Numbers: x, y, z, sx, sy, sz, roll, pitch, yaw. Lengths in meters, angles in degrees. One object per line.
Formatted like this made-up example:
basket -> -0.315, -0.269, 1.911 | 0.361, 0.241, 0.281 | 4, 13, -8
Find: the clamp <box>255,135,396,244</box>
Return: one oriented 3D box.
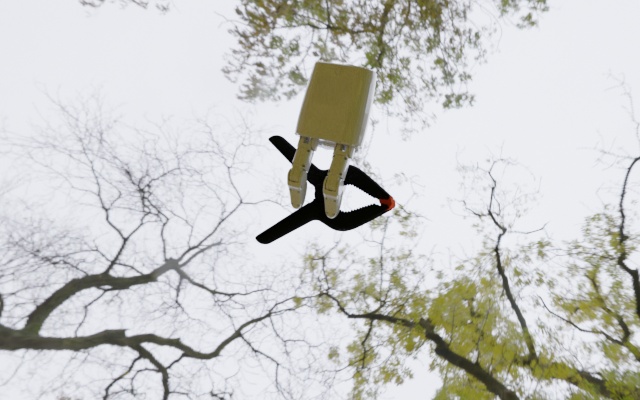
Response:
clamp -> 0.001, 0.002, 0.687 | 0.210, 0.164, 0.036 | 14, 2, 22
